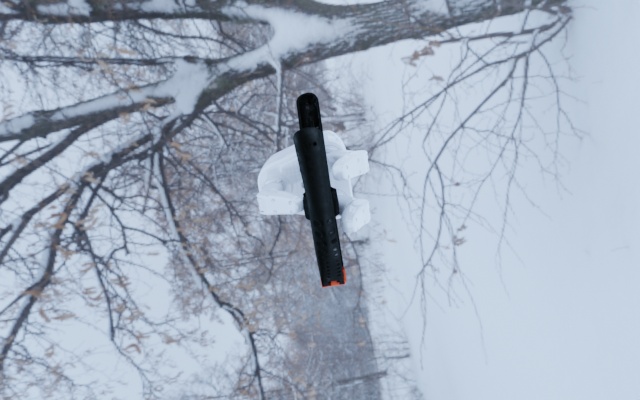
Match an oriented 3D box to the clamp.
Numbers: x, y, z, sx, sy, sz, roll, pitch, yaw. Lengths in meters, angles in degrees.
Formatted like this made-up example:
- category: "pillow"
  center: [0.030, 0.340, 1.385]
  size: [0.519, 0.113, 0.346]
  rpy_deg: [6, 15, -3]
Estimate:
- category: "clamp"
  center: [-0.001, 0.002, 0.487]
  size: [0.036, 0.210, 0.164]
  rpy_deg: [-8, 16, 3]
